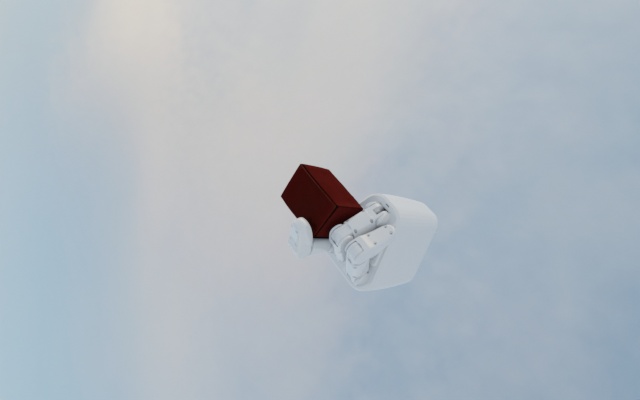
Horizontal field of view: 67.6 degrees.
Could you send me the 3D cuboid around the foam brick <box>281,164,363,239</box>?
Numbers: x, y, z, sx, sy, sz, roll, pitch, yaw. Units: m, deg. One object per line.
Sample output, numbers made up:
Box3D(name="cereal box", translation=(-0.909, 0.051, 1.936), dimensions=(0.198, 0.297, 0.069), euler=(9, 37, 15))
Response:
Box3D(name="foam brick", translation=(0.000, 0.002, 0.573), dimensions=(0.051, 0.053, 0.078), euler=(4, 39, -49))
